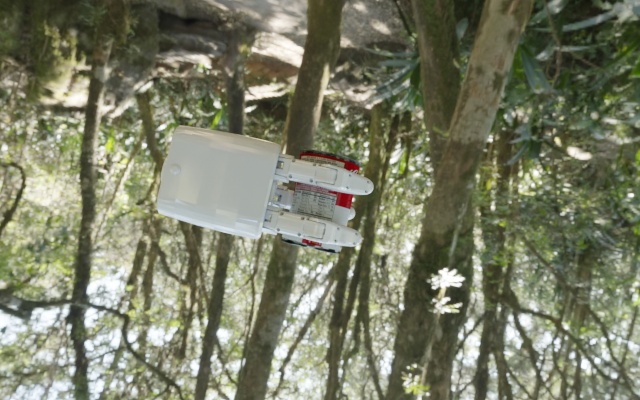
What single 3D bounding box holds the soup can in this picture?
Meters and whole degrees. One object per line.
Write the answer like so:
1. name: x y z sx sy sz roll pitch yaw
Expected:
1. soup can: 0.000 0.002 0.523 0.068 0.102 0.068 13 -3 1
